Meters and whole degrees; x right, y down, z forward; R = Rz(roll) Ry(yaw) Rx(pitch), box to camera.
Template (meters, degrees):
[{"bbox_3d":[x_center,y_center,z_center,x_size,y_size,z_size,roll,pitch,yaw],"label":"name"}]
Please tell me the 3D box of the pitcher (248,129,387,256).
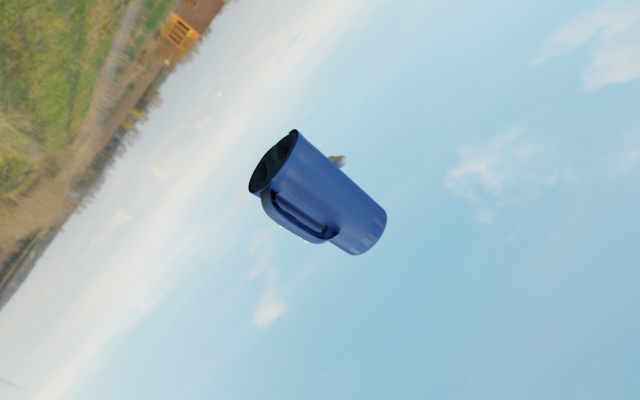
[{"bbox_3d":[0.000,0.003,0.845,0.243,0.149,0.145,37,-6,-23],"label":"pitcher"}]
